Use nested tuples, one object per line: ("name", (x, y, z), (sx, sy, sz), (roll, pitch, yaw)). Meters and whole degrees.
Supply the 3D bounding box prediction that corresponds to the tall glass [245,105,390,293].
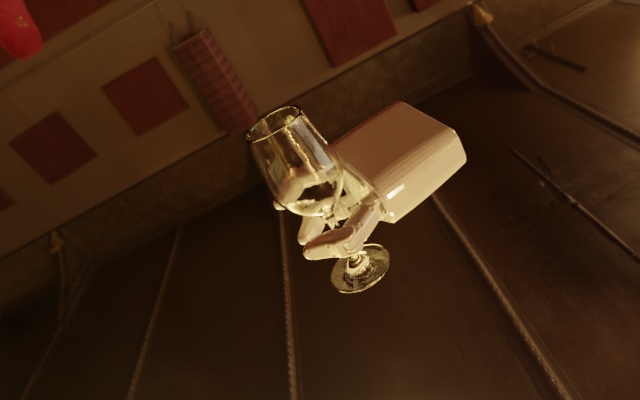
("tall glass", (0.000, 0.002, 0.498), (0.079, 0.201, 0.079), (-24, 29, 14))
